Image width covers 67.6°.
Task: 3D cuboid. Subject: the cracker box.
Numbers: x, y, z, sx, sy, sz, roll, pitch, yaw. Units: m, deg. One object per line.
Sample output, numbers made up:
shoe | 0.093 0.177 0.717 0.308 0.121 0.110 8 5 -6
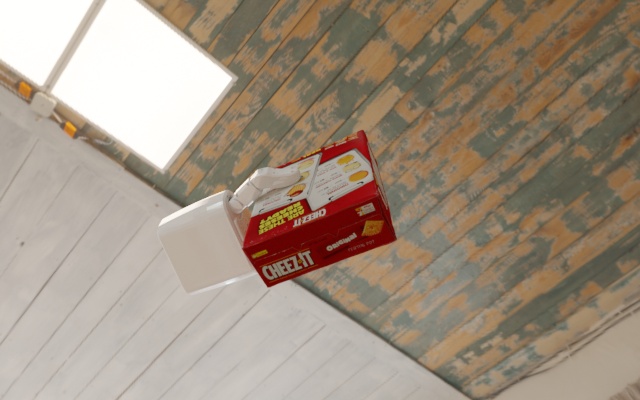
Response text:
cracker box | 0.000 0.002 0.614 0.164 0.072 0.213 -22 25 11
